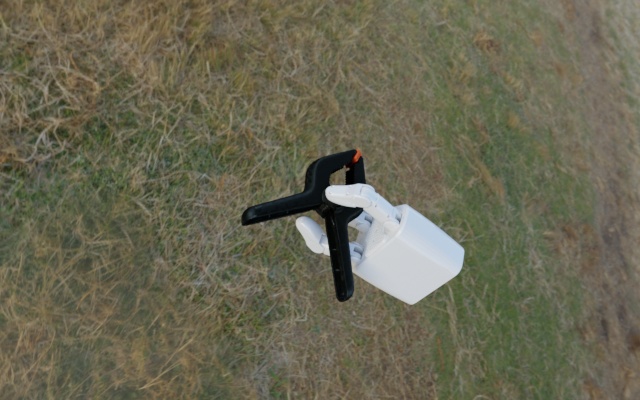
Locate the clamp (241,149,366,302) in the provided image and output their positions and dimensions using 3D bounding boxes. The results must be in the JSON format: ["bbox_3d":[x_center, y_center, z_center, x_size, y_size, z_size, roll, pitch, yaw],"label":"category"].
[{"bbox_3d":[0.001,0.001,0.611,0.164,0.209,0.036,35,-38,-17],"label":"clamp"}]
